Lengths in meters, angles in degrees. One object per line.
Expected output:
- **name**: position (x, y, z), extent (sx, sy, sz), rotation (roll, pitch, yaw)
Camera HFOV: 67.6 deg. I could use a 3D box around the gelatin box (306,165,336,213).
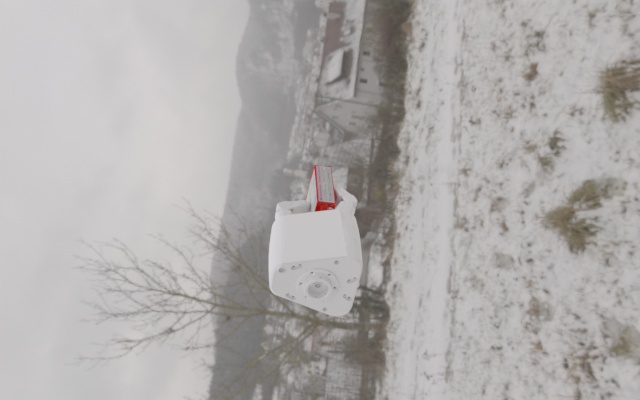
- **gelatin box**: position (0.000, 0.002, 0.717), extent (0.030, 0.073, 0.089), rotation (5, 41, -11)
